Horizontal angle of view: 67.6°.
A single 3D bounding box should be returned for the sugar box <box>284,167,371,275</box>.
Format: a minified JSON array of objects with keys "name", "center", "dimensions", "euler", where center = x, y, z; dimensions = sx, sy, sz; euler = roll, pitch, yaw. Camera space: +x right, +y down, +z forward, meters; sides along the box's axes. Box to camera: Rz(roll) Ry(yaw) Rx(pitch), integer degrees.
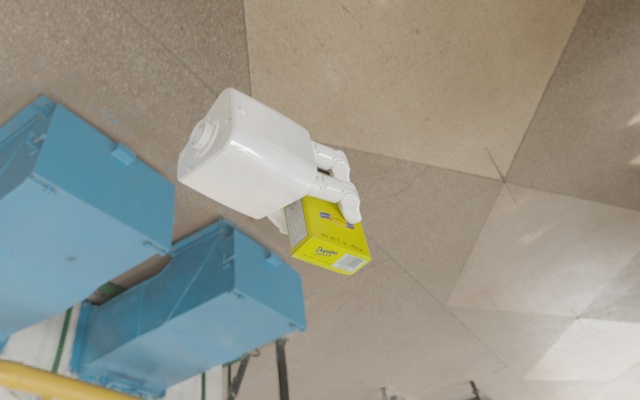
[{"name":"sugar box","center":[0.000,0.002,0.596],"dimensions":[0.093,0.176,0.048],"euler":[24,-51,-34]}]
